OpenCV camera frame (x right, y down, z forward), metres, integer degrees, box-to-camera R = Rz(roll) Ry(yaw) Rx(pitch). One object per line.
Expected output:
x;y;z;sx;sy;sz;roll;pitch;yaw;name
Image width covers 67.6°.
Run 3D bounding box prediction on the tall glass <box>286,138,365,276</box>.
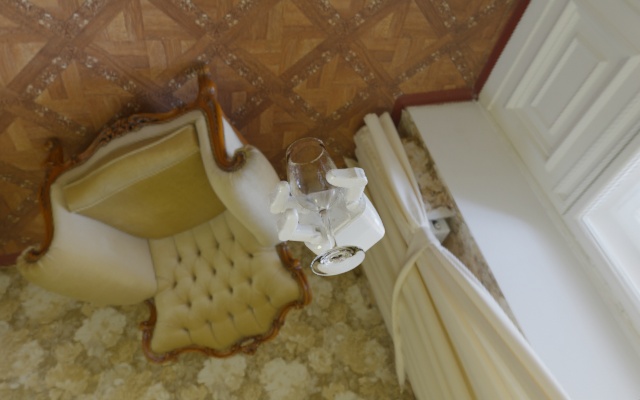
0.000;0.003;0.686;0.079;0.201;0.079;-11;-34;-8;tall glass
